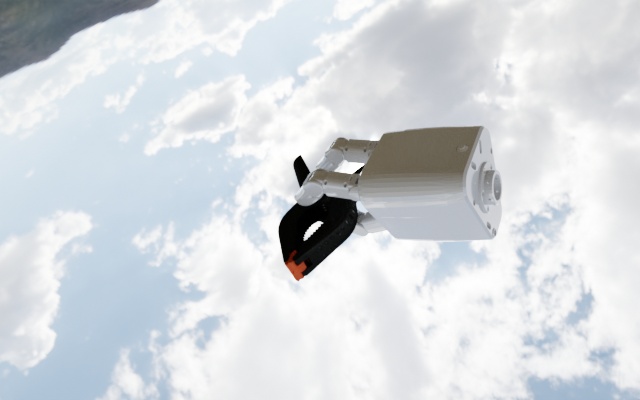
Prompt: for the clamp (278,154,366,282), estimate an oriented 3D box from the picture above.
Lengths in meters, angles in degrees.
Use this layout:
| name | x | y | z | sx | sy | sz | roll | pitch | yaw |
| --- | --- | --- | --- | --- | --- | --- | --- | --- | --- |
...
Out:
| name | x | y | z | sx | sy | sz | roll | pitch | yaw |
| --- | --- | --- | --- | --- | --- | --- | --- | --- | --- |
| clamp | 0.000 | 0.003 | 0.555 | 0.164 | 0.036 | 0.210 | -2 | 42 | 38 |
